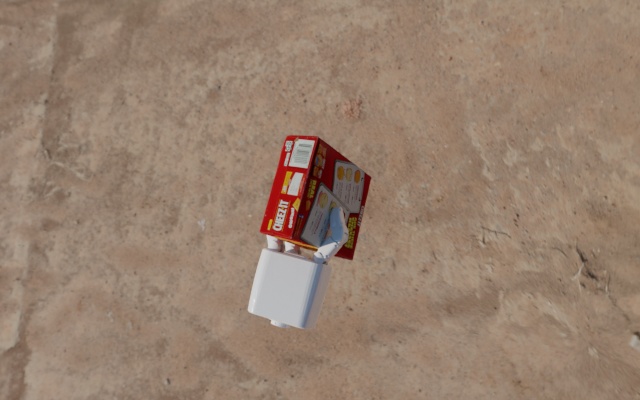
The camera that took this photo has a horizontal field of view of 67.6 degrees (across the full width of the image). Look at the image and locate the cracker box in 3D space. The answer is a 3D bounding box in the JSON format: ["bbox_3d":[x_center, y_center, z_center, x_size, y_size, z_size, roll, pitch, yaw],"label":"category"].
[{"bbox_3d":[0.000,0.003,0.815,0.072,0.164,0.214,9,-10,31],"label":"cracker box"}]
